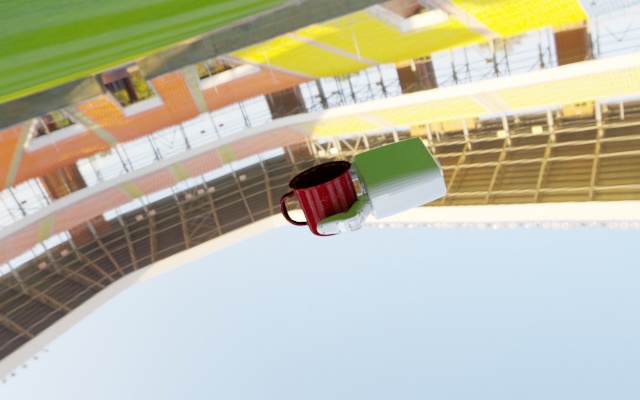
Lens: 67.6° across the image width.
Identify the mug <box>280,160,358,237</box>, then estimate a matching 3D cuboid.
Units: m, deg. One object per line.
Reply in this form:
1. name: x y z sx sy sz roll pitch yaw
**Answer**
1. mug: -0.001 0.003 0.684 0.117 0.081 0.093 -18 20 4
